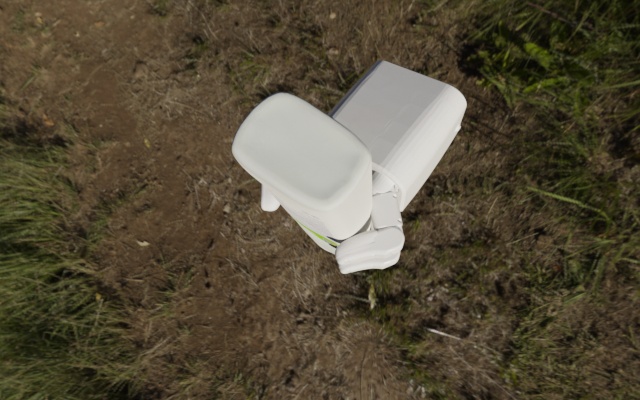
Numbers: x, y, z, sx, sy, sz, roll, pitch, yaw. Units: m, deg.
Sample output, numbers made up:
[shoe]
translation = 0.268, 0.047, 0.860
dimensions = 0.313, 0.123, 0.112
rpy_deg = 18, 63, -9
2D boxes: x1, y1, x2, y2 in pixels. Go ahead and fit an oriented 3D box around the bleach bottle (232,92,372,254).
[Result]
[bleach bottle]
translation = 0.000, 0.002, 0.451
dimensions = 0.102, 0.068, 0.251
rpy_deg = 35, -10, 15
